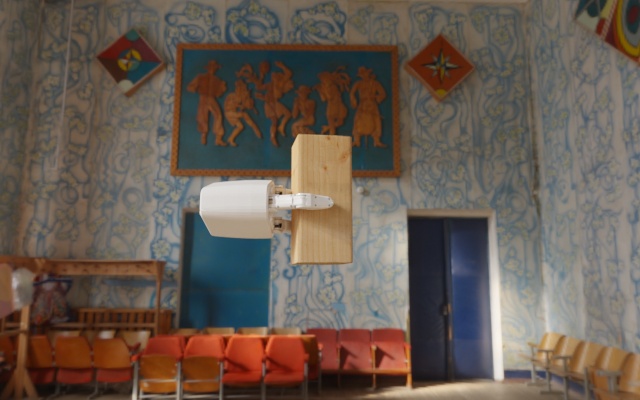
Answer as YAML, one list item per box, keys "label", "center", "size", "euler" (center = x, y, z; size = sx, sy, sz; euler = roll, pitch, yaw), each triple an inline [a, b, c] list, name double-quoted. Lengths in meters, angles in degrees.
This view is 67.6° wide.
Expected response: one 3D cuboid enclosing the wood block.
- label: "wood block"
  center: [0.000, 0.002, 0.797]
  size: [0.090, 0.206, 0.091]
  euler: [1, -9, -11]
